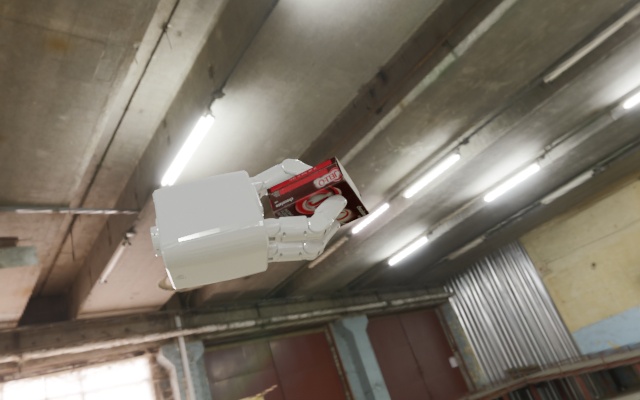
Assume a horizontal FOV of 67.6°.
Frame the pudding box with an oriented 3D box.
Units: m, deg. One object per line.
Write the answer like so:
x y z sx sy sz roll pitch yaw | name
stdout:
0.000 0.002 0.574 0.090 0.039 0.113 -24 -26 10 | pudding box
